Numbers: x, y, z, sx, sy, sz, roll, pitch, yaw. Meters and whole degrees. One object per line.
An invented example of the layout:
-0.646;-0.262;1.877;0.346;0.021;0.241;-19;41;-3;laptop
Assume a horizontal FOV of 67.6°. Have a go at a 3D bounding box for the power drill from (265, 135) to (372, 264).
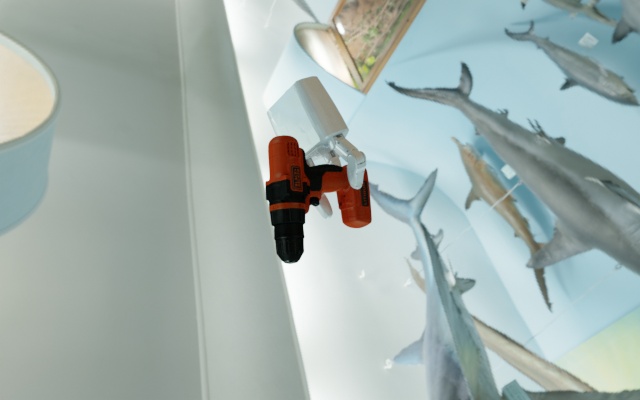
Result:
0.000;0.002;0.726;0.057;0.184;0.187;-11;-12;42;power drill
